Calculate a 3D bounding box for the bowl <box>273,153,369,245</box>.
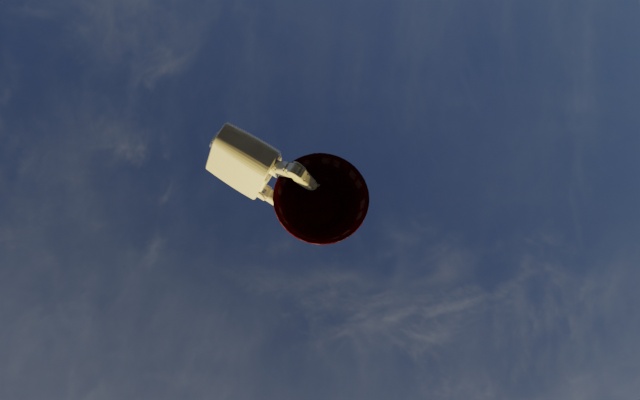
[{"bbox_3d":[0.001,0.004,0.819,0.162,0.162,0.055,0,-19,-3],"label":"bowl"}]
